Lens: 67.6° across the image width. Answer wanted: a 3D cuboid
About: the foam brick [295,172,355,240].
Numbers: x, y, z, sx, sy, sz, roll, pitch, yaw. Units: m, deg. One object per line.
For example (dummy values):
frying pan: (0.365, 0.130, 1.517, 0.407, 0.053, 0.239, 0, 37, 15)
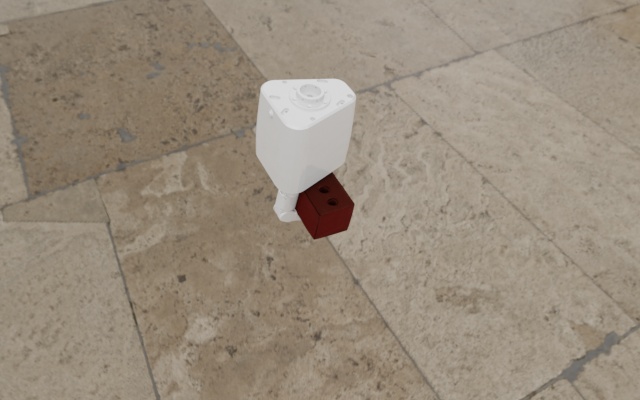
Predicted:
foam brick: (0.000, 0.002, 0.624, 0.053, 0.078, 0.051, -16, -36, -26)
